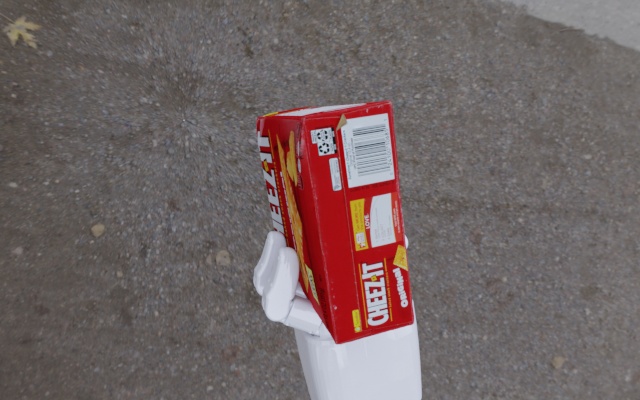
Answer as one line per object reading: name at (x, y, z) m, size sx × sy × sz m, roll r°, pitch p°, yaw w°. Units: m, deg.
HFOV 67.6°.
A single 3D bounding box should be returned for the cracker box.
cracker box at (0.000, 0.001, 0.423) m, size 0.072 × 0.164 × 0.213 m, roll -11°, pitch 12°, yaw -14°
